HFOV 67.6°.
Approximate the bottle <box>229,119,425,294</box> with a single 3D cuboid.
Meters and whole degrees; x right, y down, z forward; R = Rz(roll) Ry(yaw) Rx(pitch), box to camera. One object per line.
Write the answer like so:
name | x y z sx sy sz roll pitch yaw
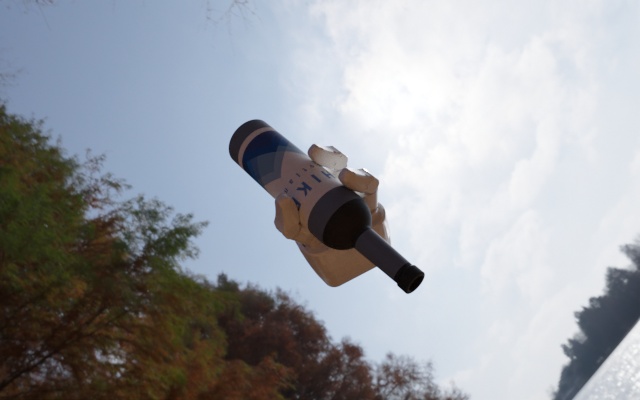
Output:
bottle | 0.000 0.002 0.546 0.069 0.069 0.295 0 33 -48
